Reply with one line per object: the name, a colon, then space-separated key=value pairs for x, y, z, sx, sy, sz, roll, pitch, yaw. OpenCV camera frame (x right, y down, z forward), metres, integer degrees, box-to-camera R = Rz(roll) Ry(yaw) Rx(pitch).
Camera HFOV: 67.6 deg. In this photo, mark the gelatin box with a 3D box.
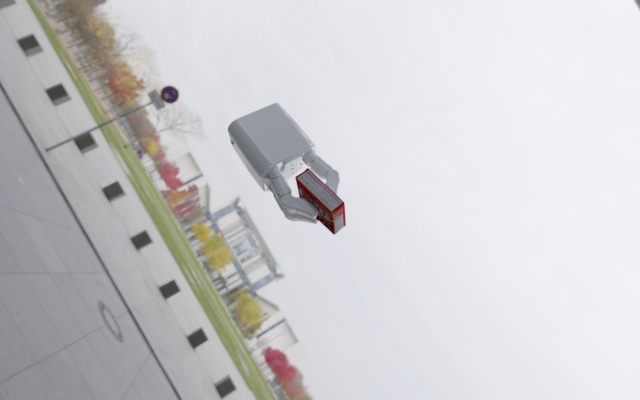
gelatin box: x=0.001 y=0.002 z=0.746 sx=0.030 sy=0.089 sz=0.073 roll=-38 pitch=-26 yaw=-17
